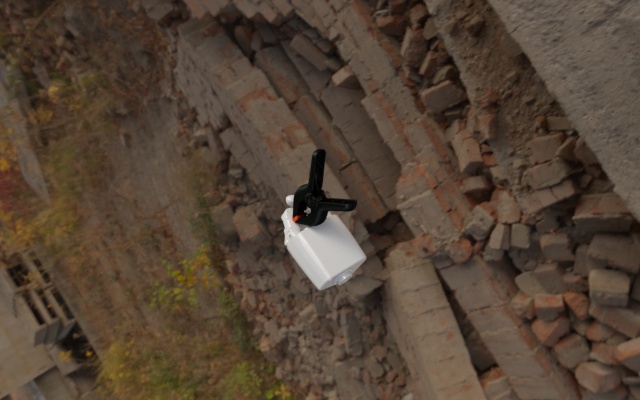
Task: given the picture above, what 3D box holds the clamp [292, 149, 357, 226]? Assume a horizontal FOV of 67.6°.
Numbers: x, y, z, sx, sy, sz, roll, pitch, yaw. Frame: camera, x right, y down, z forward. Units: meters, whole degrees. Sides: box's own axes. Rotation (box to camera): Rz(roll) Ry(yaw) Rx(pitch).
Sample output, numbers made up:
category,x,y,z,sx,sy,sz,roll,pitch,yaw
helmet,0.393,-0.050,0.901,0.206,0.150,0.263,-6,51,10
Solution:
category,x,y,z,sx,sy,sz,roll,pitch,yaw
clamp,0.000,0.003,0.851,0.039,0.120,0.172,-17,-27,-32
